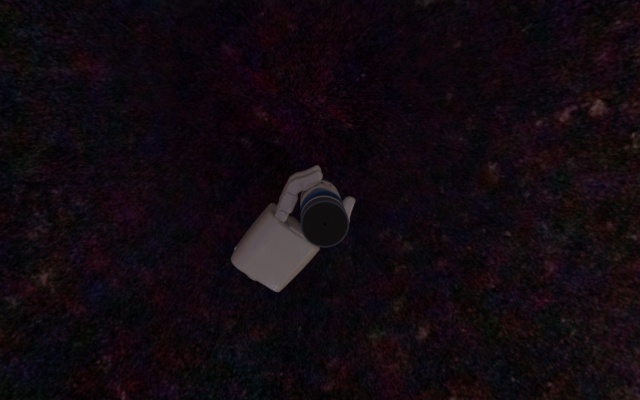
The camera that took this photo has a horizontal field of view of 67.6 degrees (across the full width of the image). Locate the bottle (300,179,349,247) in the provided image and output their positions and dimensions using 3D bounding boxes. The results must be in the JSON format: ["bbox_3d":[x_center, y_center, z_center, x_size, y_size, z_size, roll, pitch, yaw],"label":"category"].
[{"bbox_3d":[0.000,0.003,0.792,0.069,0.069,0.295,0,12,-2],"label":"bottle"}]
